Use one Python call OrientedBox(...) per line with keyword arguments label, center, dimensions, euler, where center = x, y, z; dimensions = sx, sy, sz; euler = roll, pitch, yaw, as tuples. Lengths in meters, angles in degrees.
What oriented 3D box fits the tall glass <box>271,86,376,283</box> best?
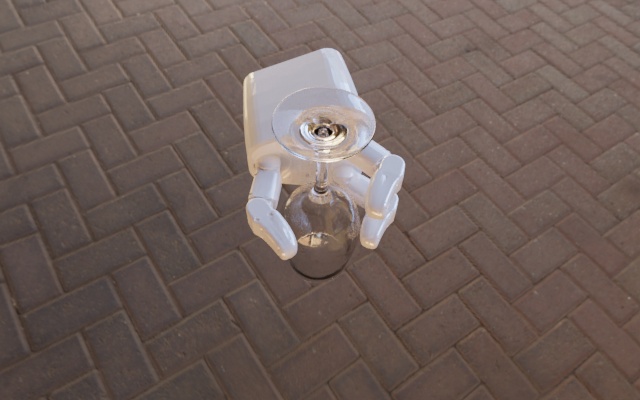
OrientedBox(label="tall glass", center=(0.000, 0.001, 0.419), dimensions=(0.079, 0.079, 0.201), euler=(0, -36, -2))
